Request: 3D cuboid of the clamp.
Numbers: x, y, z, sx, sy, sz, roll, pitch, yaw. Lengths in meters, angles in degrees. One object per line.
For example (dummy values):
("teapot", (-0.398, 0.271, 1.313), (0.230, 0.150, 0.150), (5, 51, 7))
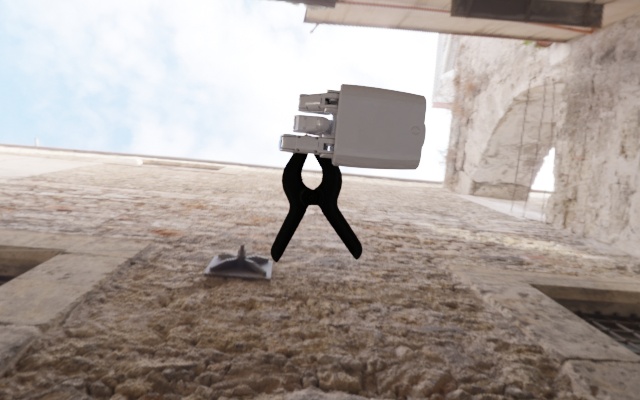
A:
("clamp", (0.000, 0.002, 0.623), (0.120, 0.171, 0.039), (5, 6, 1))
